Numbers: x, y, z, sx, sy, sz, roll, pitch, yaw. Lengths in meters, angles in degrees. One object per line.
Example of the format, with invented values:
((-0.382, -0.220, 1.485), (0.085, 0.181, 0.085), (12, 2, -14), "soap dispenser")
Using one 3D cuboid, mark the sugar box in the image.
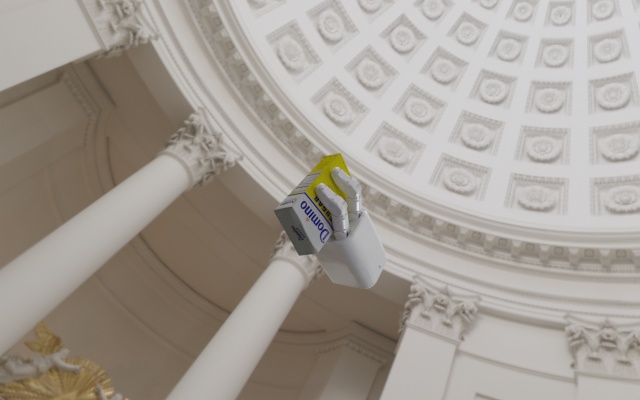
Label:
((0.001, 0.003, 0.801), (0.048, 0.093, 0.176), (-11, 27, 35), "sugar box")
